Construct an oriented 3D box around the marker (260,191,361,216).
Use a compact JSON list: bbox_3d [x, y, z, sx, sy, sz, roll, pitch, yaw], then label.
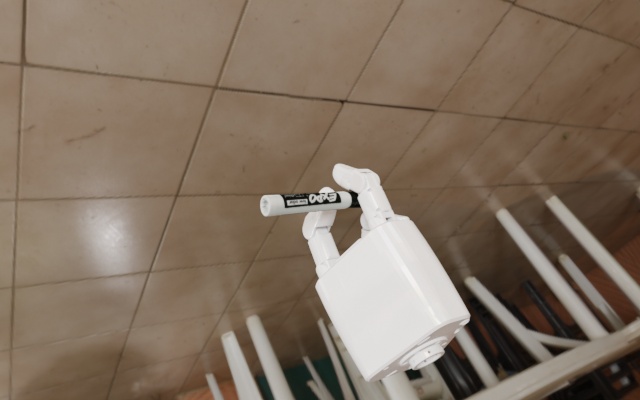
[{"bbox_3d":[0.000,0.001,0.459,0.121,0.020,0.020,-4,2,-34],"label":"marker"}]
